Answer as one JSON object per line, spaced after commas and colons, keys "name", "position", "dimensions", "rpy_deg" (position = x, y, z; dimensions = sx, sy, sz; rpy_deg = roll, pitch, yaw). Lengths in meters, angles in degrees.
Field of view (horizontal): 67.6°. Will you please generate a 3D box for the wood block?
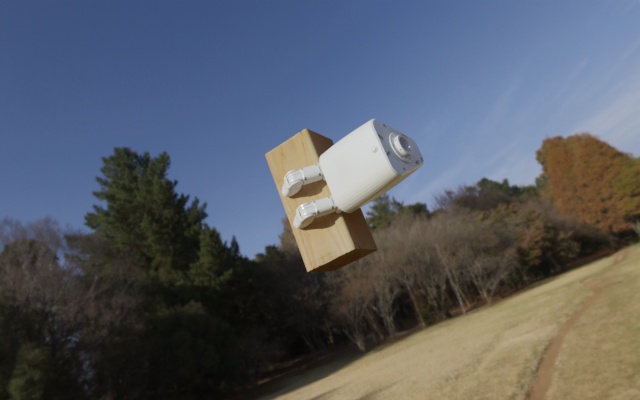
{"name": "wood block", "position": [0.001, 0.002, 0.767], "dimensions": [0.090, 0.206, 0.091], "rpy_deg": [-29, -20, 24]}
